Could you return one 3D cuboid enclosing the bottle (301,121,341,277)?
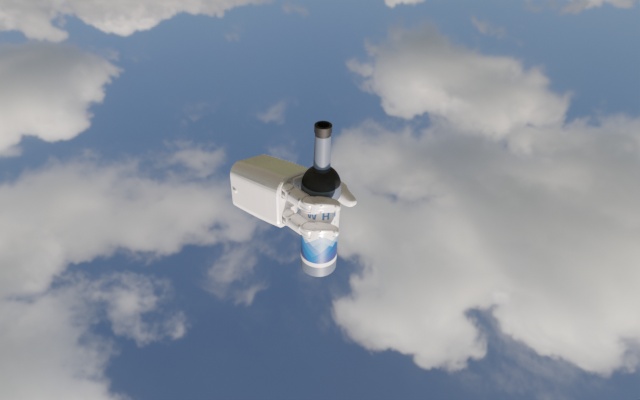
[{"bbox_3d":[0.000,0.003,0.811,0.069,0.296,0.069,1,37,-1],"label":"bottle"}]
